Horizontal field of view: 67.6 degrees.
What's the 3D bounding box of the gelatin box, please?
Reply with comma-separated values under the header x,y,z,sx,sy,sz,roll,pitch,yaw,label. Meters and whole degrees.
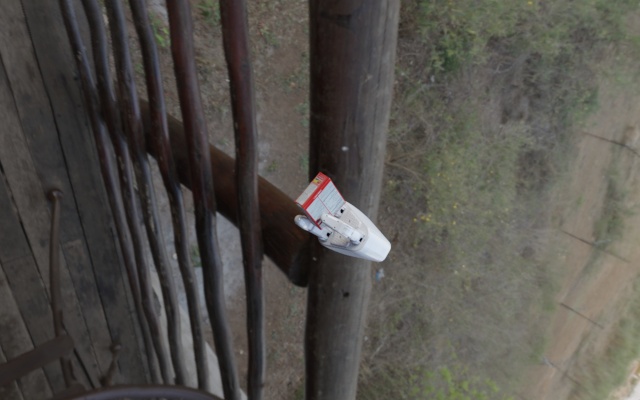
x,y,z,sx,sy,sz,roll,pitch,yaw,label
0.000,0.003,0.874,0.030,0.073,0.089,34,-12,36,gelatin box
